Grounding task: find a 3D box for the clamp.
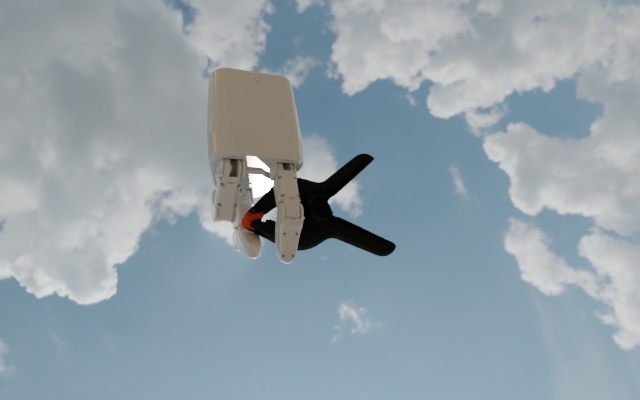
[{"bbox_3d":[0.000,0.002,0.523,0.171,0.120,0.039,3,-23,-23],"label":"clamp"}]
